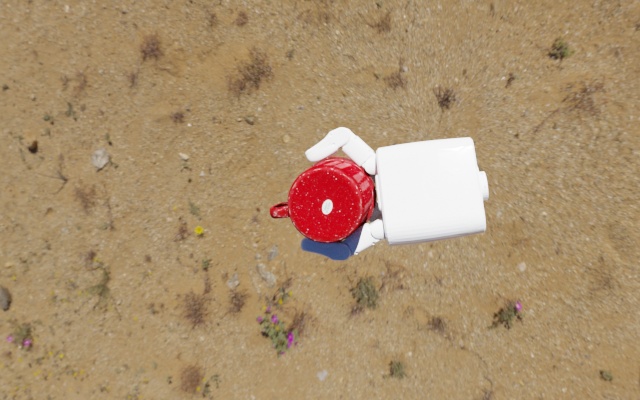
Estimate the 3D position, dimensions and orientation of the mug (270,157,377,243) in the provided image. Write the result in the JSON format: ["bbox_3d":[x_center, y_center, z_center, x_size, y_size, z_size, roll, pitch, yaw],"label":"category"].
[{"bbox_3d":[-0.001,0.002,0.525,0.117,0.093,0.081,-9,6,12],"label":"mug"}]
